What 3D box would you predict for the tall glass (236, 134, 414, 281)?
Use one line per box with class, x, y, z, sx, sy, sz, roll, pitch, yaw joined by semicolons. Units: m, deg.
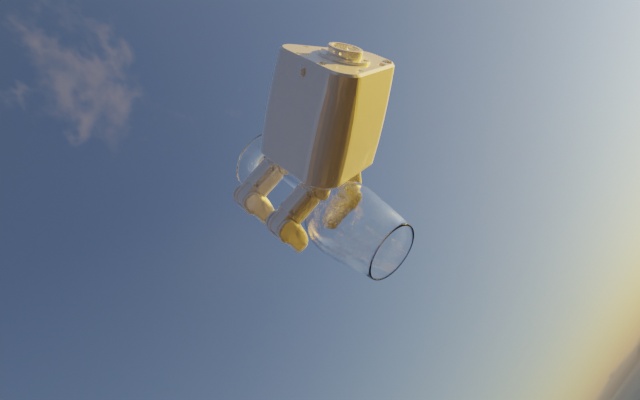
tall glass;0.000;0.001;0.496;0.201;0.079;0.079;35;22;35
